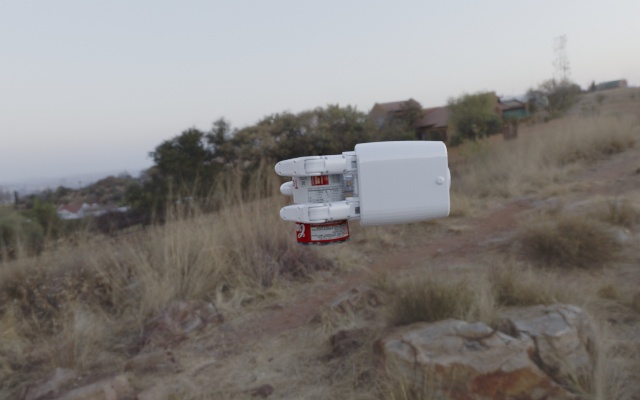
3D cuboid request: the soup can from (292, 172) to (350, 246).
[{"bbox_3d":[0.000,0.002,0.604,0.068,0.102,0.068,-4,4,0],"label":"soup can"}]
